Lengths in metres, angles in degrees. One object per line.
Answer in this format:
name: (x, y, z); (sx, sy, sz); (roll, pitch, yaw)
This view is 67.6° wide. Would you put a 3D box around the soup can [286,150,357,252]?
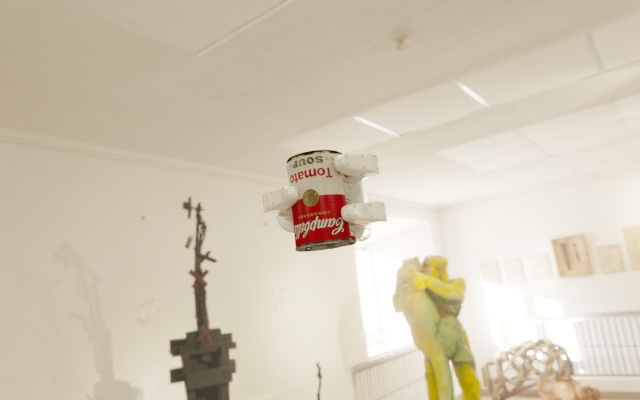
soup can: (0.000, 0.001, 0.532); (0.068, 0.102, 0.068); (-7, -11, -1)
